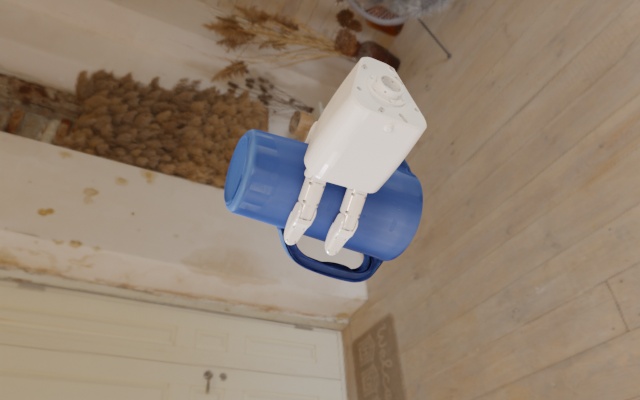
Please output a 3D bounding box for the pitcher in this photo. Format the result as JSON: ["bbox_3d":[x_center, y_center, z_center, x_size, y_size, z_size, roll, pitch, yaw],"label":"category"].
[{"bbox_3d":[0.000,0.002,0.634,0.243,0.149,0.145,16,-43,-22],"label":"pitcher"}]
